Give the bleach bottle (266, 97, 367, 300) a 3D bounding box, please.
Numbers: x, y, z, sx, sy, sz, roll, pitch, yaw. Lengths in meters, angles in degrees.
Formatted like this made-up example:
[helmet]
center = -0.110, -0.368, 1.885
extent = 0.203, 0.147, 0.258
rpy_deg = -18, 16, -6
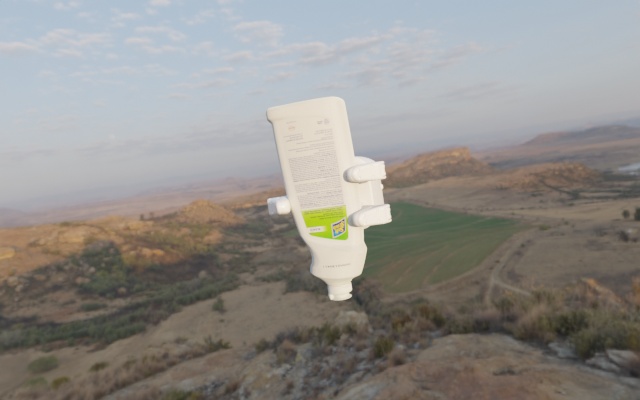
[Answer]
[bleach bottle]
center = 0.000, 0.002, 0.609
extent = 0.102, 0.251, 0.068
rpy_deg = -7, 4, 17
